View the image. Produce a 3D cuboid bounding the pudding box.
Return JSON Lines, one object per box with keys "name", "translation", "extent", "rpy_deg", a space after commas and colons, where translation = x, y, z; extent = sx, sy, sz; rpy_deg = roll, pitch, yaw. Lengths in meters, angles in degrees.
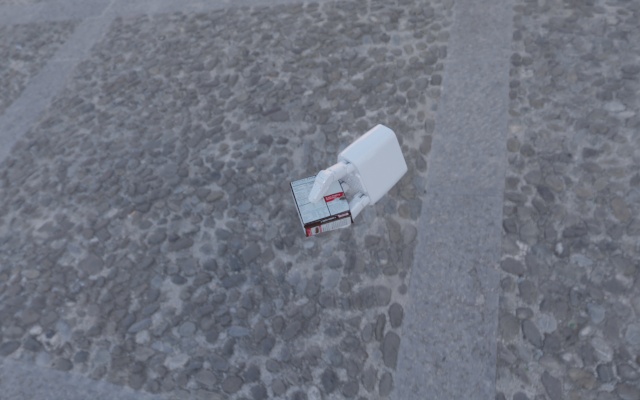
{"name": "pudding box", "translation": [0.000, 0.003, 0.859], "extent": [0.090, 0.113, 0.039], "rpy_deg": [-17, -43, -3]}
